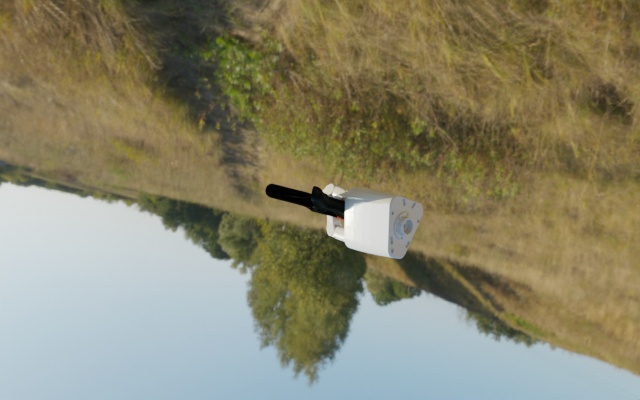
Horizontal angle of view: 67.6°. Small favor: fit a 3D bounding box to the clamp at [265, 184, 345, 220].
[{"bbox_3d":[0.000,0.003,0.847,0.171,0.039,0.120,16,-4,-41],"label":"clamp"}]
